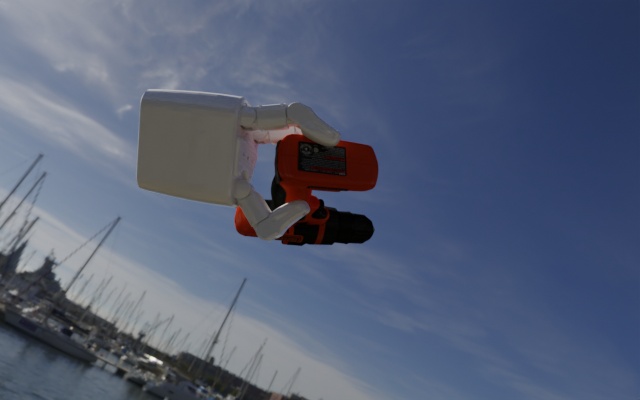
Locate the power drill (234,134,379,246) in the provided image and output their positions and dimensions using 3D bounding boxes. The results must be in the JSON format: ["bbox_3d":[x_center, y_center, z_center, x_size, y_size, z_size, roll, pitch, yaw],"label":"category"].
[{"bbox_3d":[0.000,0.002,0.561,0.184,0.057,0.188,5,-29,-15],"label":"power drill"}]
